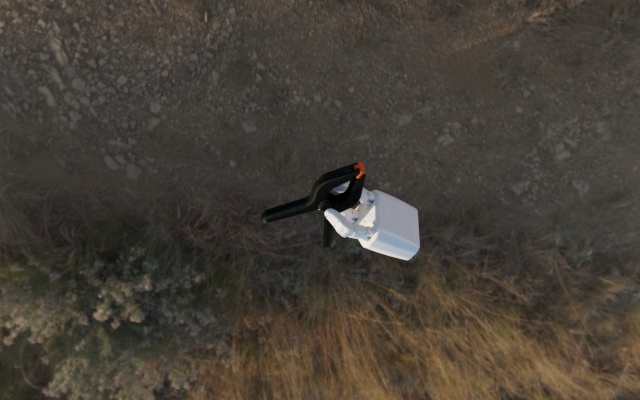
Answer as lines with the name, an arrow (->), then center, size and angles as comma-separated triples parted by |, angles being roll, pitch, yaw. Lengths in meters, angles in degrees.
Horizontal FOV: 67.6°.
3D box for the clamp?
clamp -> 0.001, 0.003, 0.880 | 0.164, 0.036, 0.210 | 19, -52, -28
